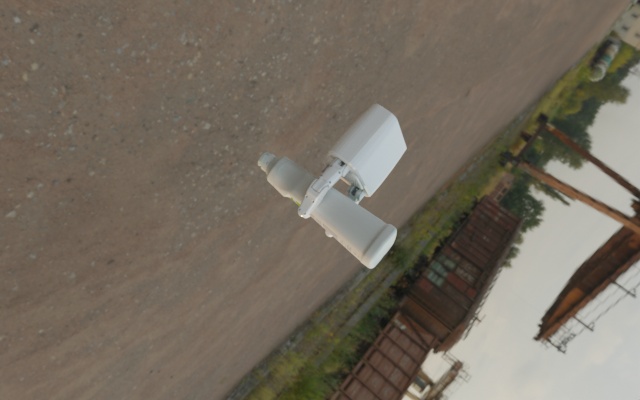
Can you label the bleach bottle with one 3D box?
[{"bbox_3d":[0.000,0.003,0.749,0.251,0.068,0.102,38,-10,15],"label":"bleach bottle"}]
